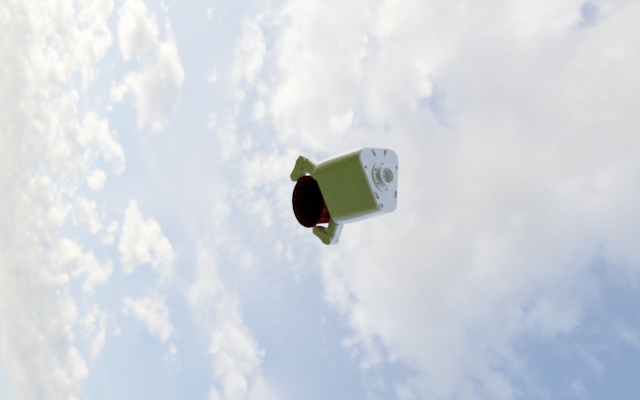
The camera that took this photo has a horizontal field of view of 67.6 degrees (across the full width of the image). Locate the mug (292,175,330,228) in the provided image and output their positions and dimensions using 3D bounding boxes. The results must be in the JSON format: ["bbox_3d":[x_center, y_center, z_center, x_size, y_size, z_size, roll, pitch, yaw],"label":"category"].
[{"bbox_3d":[-0.001,0.003,0.866,0.081,0.093,0.117,-2,-8,-40],"label":"mug"}]
